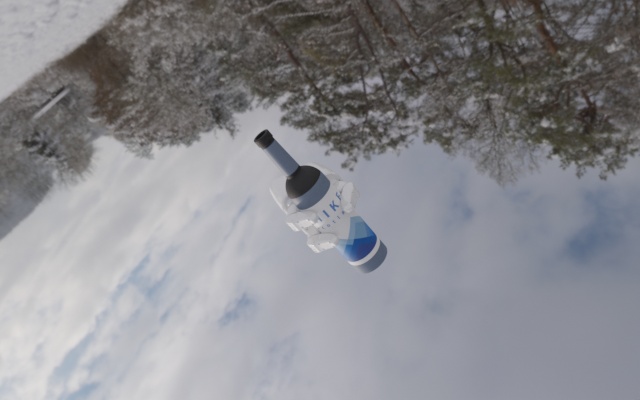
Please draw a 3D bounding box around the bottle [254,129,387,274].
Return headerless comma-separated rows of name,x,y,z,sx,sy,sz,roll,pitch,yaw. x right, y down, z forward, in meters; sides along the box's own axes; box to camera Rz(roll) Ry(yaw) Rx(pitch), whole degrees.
bottle,0.000,0.003,0.766,0.296,0.069,0.069,48,-26,-26
